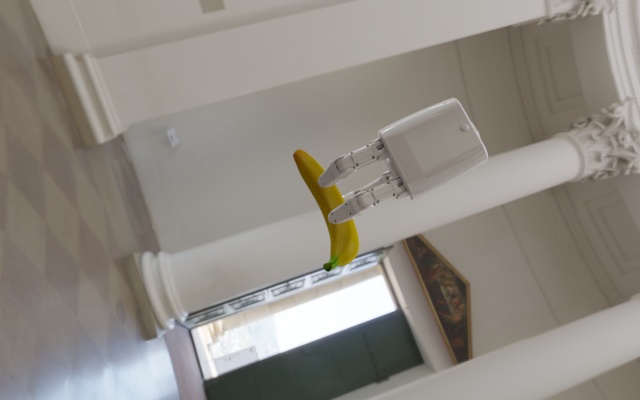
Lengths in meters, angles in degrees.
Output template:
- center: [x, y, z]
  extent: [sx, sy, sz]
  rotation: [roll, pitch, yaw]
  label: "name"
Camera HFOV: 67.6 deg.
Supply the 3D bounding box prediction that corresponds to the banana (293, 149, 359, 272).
- center: [0.012, 0.012, 0.635]
  extent: [0.037, 0.197, 0.070]
  rotation: [-35, -40, 20]
  label: "banana"
